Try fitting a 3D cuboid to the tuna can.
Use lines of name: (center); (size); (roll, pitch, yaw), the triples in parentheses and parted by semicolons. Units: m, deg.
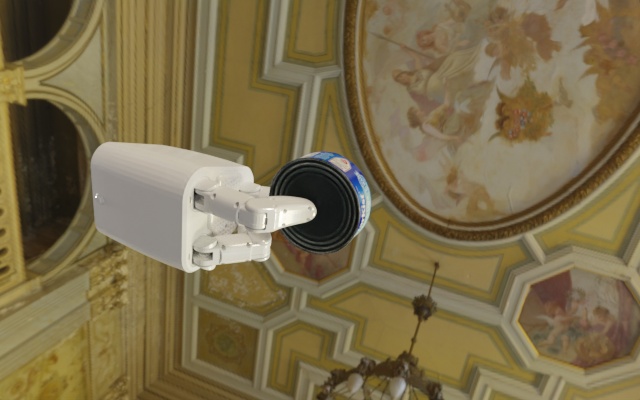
tuna can: (0.000, 0.001, 0.415); (0.086, 0.086, 0.033); (0, 17, 27)
